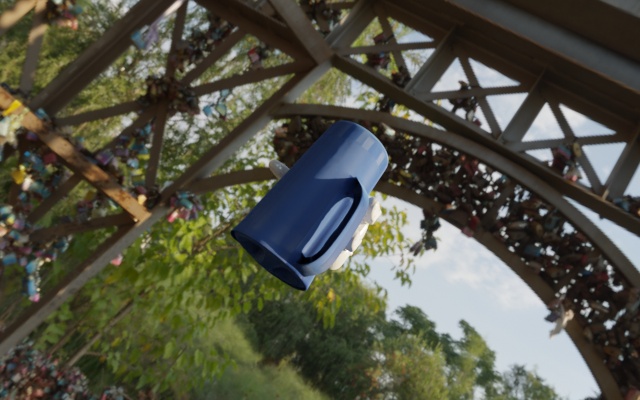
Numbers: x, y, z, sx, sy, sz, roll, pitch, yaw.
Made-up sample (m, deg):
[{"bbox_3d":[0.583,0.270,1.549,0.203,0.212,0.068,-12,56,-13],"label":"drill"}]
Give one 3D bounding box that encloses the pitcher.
[{"bbox_3d":[0.000,0.002,0.693,0.149,0.242,0.145,34,-20,12],"label":"pitcher"}]
